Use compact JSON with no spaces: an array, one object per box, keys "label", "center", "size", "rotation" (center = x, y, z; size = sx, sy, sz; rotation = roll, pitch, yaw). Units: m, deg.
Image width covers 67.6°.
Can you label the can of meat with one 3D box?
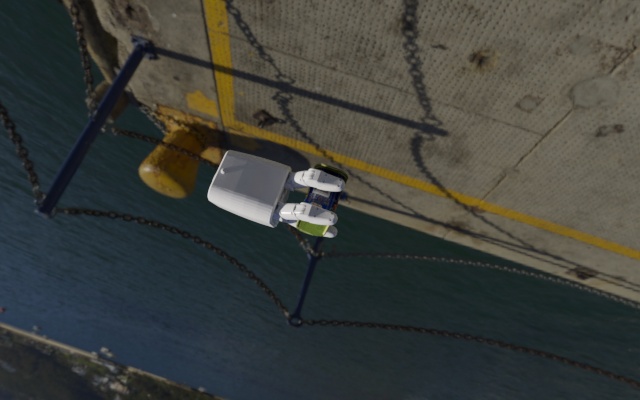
[{"label":"can of meat","center":[0.000,0.003,0.772],"size":[0.057,0.084,0.102],"rotation":[20,-25,-1]}]
